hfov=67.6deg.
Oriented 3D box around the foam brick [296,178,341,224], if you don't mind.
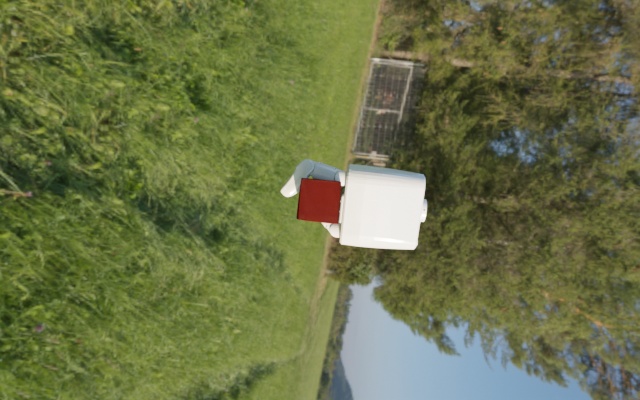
[{"bbox_3d":[0.000,0.002,0.617,0.051,0.053,0.078,6,-3,3],"label":"foam brick"}]
